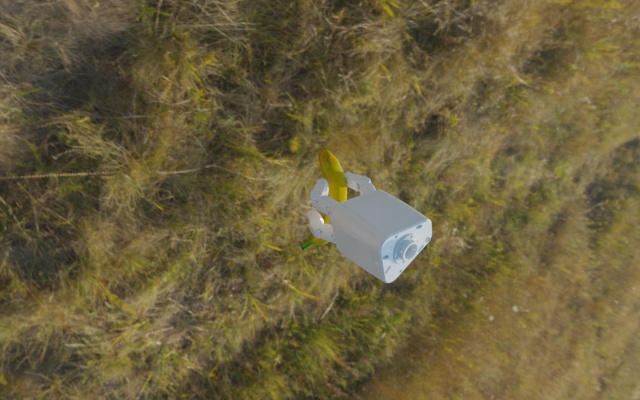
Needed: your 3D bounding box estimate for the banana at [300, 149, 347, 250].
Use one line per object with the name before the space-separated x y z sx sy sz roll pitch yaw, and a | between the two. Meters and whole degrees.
banana | 0.015 0.004 0.834 0.069 0.198 0.037 -7 31 -34
